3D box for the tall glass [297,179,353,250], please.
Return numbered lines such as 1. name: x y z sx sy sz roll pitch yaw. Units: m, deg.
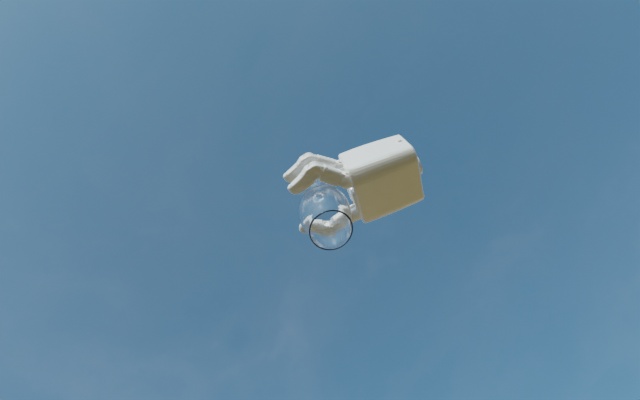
1. tall glass: 0.000 0.002 0.741 0.079 0.079 0.201 0 23 -9
